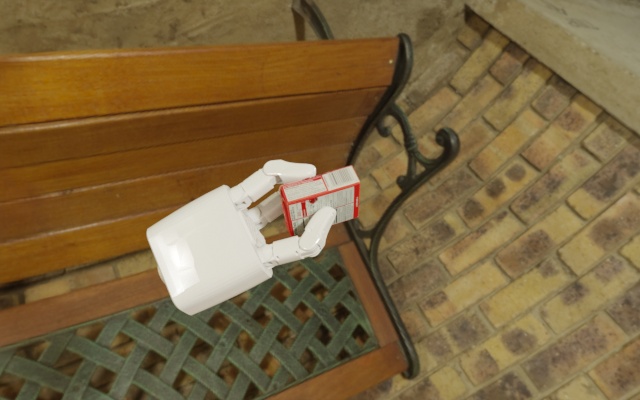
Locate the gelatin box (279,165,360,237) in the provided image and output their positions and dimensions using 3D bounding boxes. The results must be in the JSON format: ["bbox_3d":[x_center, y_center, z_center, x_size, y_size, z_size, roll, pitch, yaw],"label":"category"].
[{"bbox_3d":[0.001,0.002,0.555,0.089,0.030,0.073,-17,-33,-8],"label":"gelatin box"}]
